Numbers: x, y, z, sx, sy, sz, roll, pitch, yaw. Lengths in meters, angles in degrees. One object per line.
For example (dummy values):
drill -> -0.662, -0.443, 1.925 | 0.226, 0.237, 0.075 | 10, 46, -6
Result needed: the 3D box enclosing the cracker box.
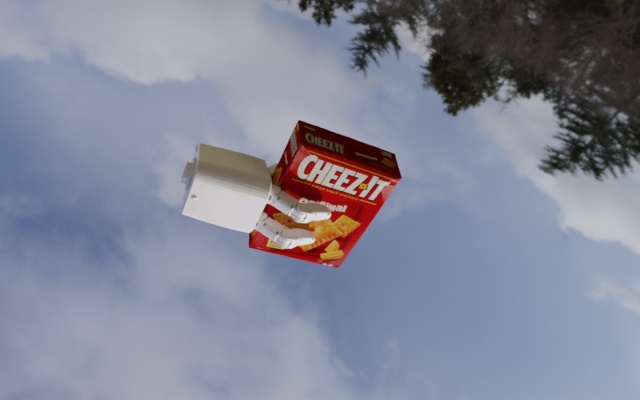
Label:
cracker box -> 0.000, 0.002, 0.741 | 0.164, 0.214, 0.072 | 16, 37, -20
